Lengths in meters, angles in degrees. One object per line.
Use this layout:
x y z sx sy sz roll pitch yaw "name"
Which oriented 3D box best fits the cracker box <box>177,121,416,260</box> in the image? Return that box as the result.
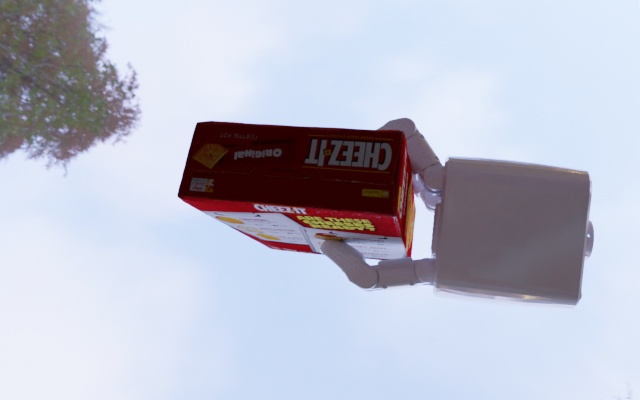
0.000 0.002 0.437 0.164 0.072 0.214 4 -15 14 "cracker box"
